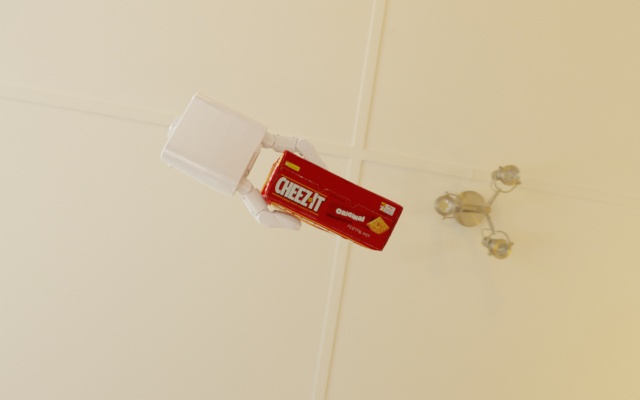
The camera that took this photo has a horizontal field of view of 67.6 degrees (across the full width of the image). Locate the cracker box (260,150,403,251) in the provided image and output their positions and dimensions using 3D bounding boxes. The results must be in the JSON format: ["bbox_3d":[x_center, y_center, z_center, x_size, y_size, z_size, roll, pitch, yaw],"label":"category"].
[{"bbox_3d":[0.000,0.002,0.676,0.164,0.072,0.213,25,-3,-9],"label":"cracker box"}]
